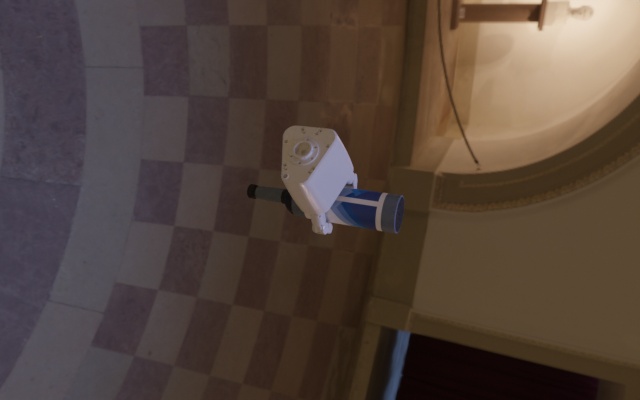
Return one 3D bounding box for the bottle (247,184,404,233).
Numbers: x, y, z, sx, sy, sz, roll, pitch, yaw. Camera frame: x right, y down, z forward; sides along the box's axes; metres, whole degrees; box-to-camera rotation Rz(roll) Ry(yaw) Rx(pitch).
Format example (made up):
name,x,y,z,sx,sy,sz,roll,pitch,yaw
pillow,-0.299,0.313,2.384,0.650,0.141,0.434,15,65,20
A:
name,x,y,z,sx,sy,sz,roll,pitch,yaw
bottle,0.000,0.003,0.871,0.295,0.069,0.069,9,3,21
